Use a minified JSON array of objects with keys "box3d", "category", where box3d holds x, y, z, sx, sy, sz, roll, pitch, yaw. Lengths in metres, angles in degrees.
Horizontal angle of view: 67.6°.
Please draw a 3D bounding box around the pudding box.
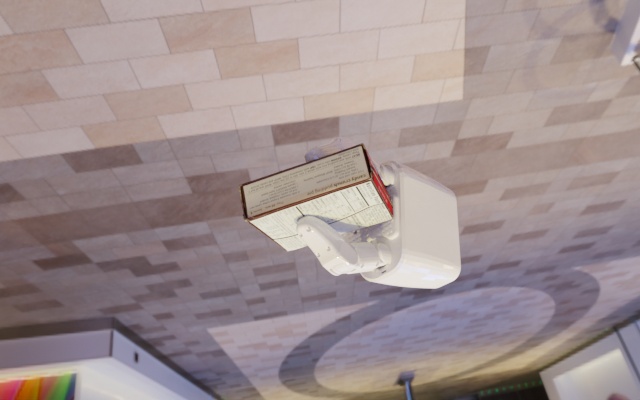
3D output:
[{"box3d":[0.000,0.002,0.417,0.113,0.039,0.090,-19,-28,11],"category":"pudding box"}]
